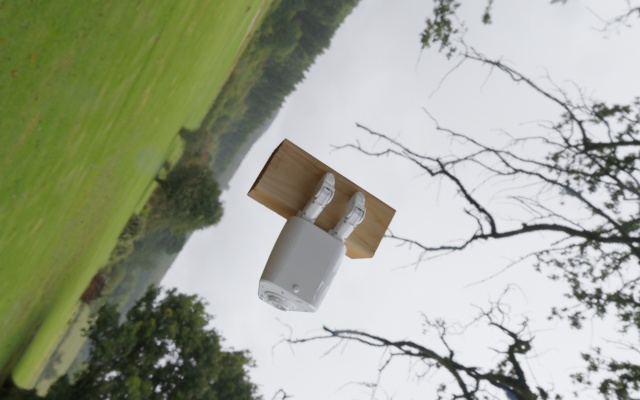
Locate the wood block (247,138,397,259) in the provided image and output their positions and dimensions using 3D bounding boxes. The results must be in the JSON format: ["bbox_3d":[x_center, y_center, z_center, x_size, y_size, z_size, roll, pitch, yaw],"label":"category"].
[{"bbox_3d":[0.000,0.003,0.751,0.206,0.090,0.091,33,-16,-12],"label":"wood block"}]
